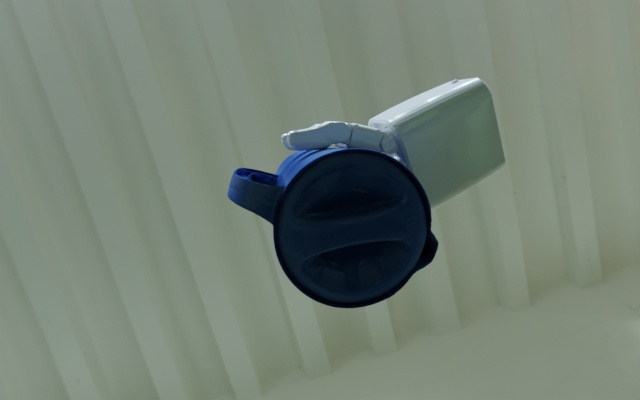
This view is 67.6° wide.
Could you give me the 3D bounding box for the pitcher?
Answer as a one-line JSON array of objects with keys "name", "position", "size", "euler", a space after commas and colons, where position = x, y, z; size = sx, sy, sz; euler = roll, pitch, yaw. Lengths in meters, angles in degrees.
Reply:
[{"name": "pitcher", "position": [0.000, 0.002, 0.495], "size": [0.145, 0.149, 0.243], "euler": [-29, 13, -4]}]
